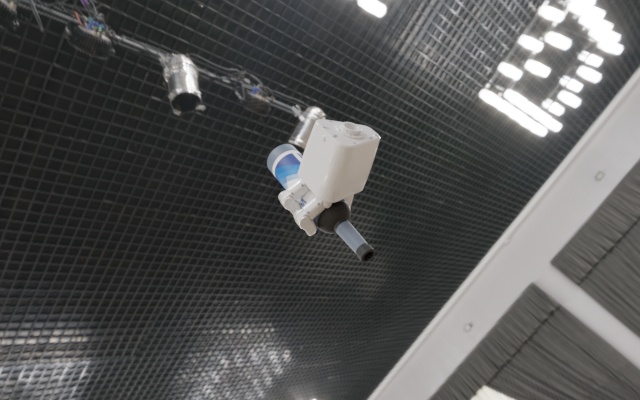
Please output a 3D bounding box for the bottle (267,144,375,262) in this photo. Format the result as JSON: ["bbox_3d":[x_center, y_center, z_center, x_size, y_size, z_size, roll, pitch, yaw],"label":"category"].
[{"bbox_3d":[0.000,0.003,0.846,0.069,0.069,0.295,0,35,-39],"label":"bottle"}]
